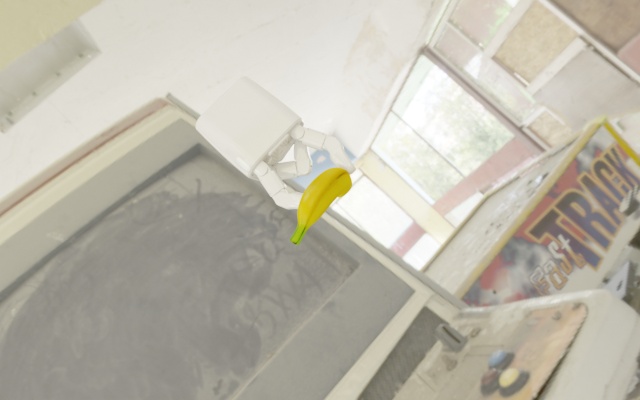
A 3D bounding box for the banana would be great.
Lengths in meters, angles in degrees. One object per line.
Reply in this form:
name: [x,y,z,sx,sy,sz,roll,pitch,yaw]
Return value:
banana: [0.008,-0.011,0.612,0.037,0.070,0.197,37,26,6]
